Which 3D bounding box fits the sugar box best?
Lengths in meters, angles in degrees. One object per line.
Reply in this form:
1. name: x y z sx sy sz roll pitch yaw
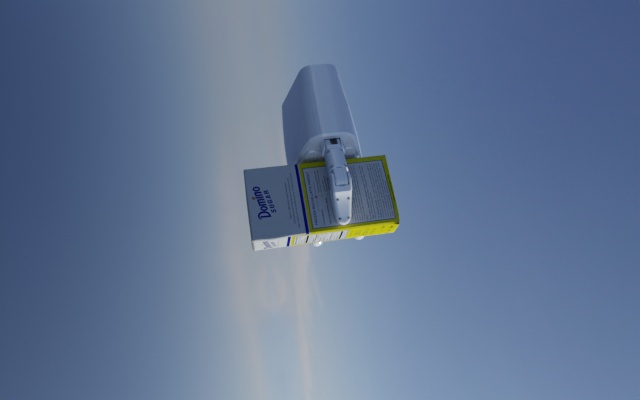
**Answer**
1. sugar box: 0.000 0.002 0.577 0.176 0.093 0.048 -7 -22 -7
